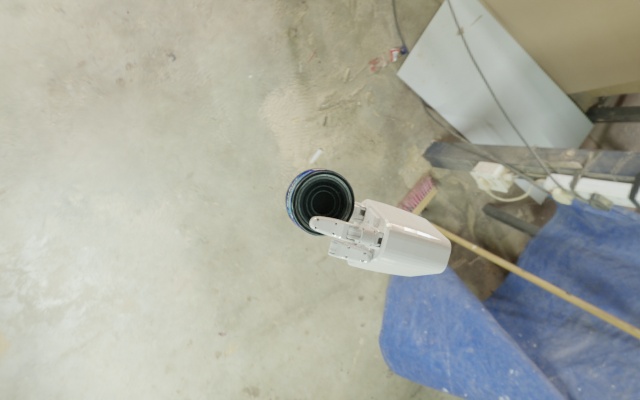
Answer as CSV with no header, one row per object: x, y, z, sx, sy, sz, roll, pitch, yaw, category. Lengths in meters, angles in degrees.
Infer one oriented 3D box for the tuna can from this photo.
0.000,0.002,0.610,0.086,0.086,0.033,0,7,-16,tuna can
